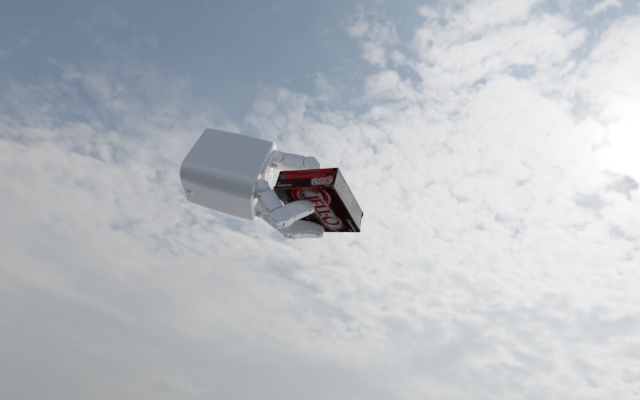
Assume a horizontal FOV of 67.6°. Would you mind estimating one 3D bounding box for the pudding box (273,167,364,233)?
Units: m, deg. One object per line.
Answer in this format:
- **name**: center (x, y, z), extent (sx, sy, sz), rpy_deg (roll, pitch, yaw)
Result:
- **pudding box**: center (0.000, 0.002, 0.663), extent (0.090, 0.039, 0.114), rpy_deg (-1, -33, 27)
